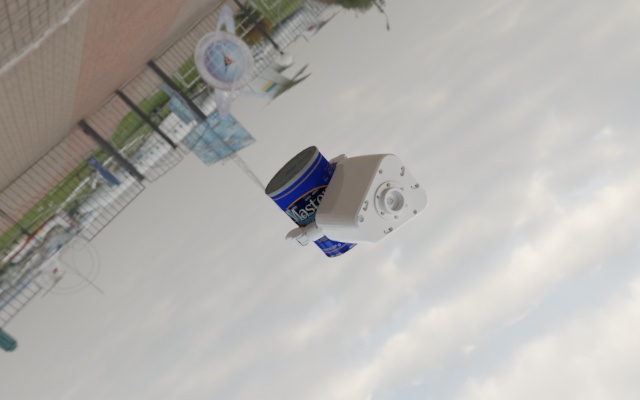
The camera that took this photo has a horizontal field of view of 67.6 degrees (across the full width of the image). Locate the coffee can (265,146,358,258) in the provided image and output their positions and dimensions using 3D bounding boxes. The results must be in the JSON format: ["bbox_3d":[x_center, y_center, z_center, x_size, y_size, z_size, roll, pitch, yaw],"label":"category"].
[{"bbox_3d":[0.000,0.002,0.726,0.140,0.102,0.103,47,-18,-18],"label":"coffee can"}]
